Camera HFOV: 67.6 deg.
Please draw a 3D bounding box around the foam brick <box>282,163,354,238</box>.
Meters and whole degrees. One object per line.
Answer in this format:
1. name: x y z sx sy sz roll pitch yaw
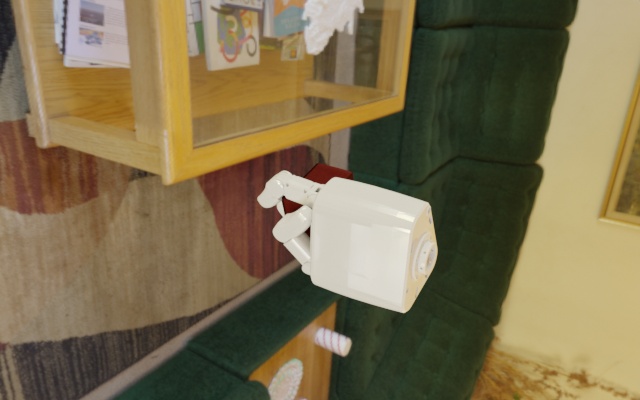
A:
1. foam brick: 0.000 0.002 0.551 0.051 0.053 0.078 15 42 29
